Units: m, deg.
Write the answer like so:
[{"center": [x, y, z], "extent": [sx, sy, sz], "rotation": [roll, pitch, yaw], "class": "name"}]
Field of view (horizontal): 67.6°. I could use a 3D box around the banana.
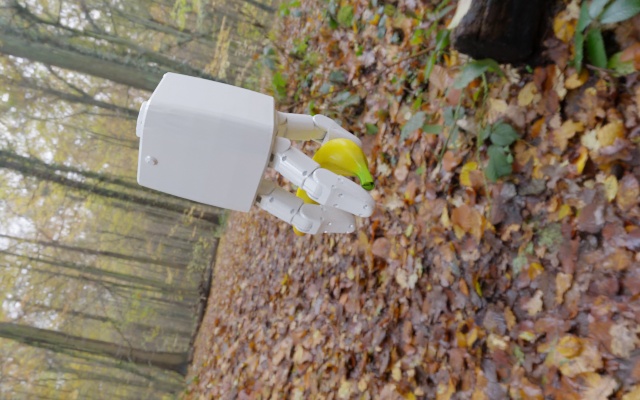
[{"center": [0.003, -0.017, 0.501], "extent": [0.037, 0.069, 0.198], "rotation": [12, -20, -15], "class": "banana"}]
